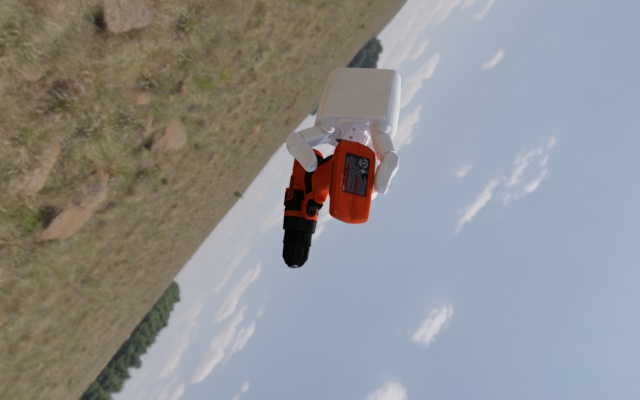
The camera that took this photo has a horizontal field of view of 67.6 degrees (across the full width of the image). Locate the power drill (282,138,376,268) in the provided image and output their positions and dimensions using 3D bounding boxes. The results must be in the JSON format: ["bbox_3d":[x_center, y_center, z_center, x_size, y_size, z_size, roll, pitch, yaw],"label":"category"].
[{"bbox_3d":[0.000,0.002,0.663,0.057,0.184,0.187,11,-12,-25],"label":"power drill"}]
